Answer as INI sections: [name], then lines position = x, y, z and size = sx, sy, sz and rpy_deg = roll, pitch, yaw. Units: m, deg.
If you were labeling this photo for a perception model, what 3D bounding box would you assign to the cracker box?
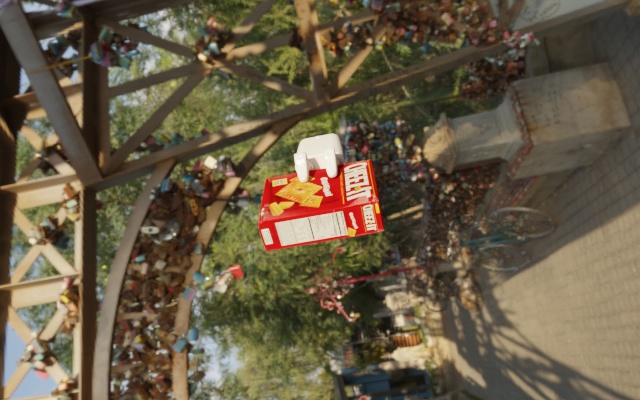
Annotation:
[cracker box]
position = 0.000, 0.003, 0.880
size = 0.214, 0.072, 0.164
rpy_deg = -11, 30, 6
